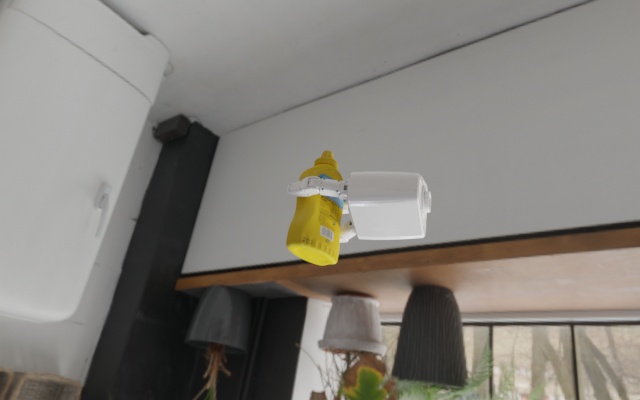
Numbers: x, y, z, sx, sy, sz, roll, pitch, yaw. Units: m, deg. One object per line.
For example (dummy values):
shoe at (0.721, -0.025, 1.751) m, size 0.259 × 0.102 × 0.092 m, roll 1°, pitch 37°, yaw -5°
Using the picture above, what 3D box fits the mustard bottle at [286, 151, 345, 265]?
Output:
mustard bottle at (0.000, 0.003, 0.785) m, size 0.058 × 0.191 × 0.096 m, roll -14°, pitch -34°, yaw 40°
